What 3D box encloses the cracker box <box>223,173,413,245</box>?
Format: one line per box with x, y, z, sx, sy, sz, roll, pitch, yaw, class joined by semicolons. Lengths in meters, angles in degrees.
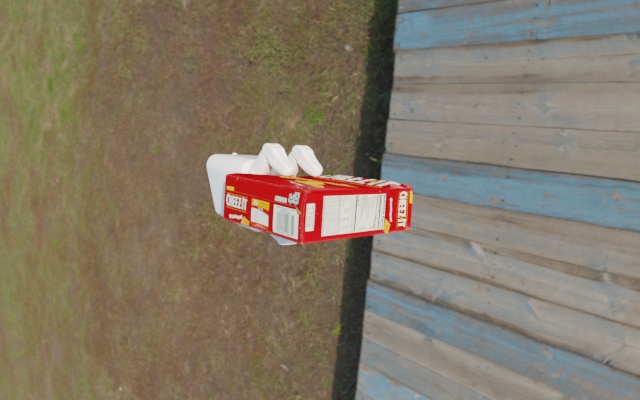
0.000;0.002;0.663;0.213;0.072;0.164;-3;11;-44;cracker box
